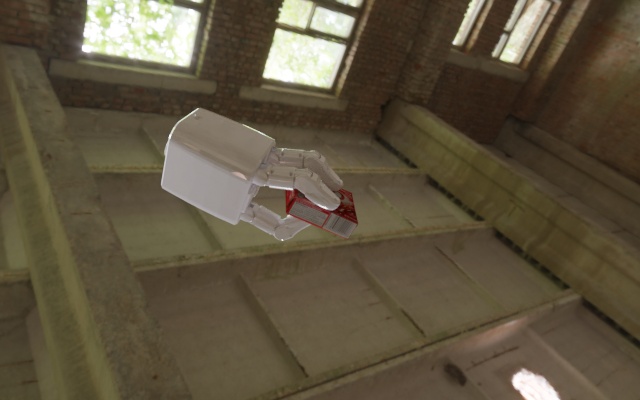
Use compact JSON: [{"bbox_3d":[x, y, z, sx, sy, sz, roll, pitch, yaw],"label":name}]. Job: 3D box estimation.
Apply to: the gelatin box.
[{"bbox_3d":[0.000,0.002,0.597,0.089,0.030,0.073,24,27,-17],"label":"gelatin box"}]
